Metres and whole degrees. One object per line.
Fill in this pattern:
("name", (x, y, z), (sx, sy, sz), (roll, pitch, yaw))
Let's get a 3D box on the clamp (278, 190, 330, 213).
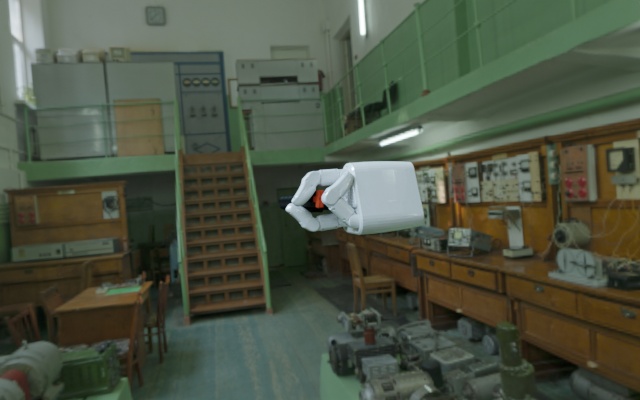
("clamp", (0.000, 0.002, 0.814), (0.120, 0.039, 0.171), (-4, 1, -15))
